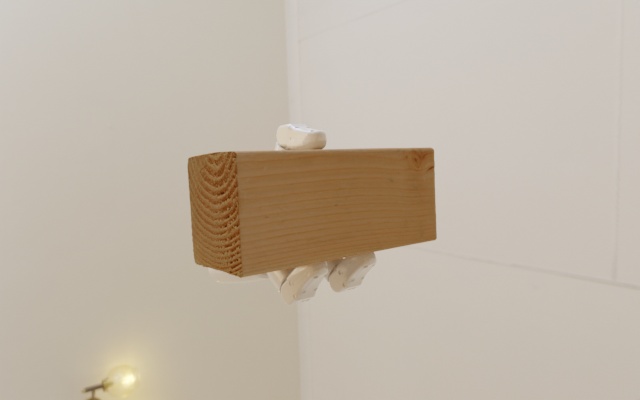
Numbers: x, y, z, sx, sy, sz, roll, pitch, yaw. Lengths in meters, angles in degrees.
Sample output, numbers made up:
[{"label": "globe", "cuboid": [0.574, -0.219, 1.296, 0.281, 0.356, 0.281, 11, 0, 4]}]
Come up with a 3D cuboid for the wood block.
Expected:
[{"label": "wood block", "cuboid": [0.000, 0.001, 0.423, 0.206, 0.091, 0.090, -6, 5, -37]}]
